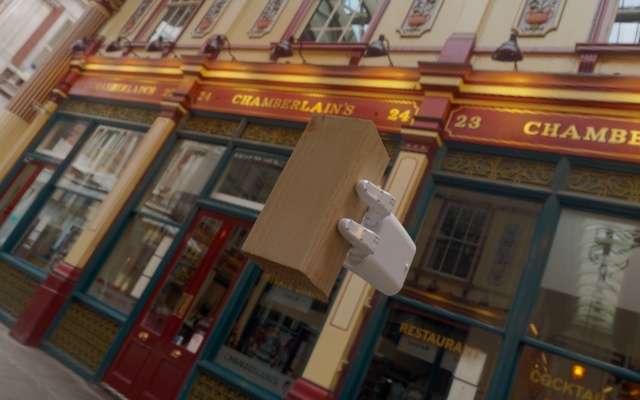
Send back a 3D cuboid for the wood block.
[{"bbox_3d":[0.000,0.002,0.604,0.091,0.206,0.090,13,-24,32],"label":"wood block"}]
